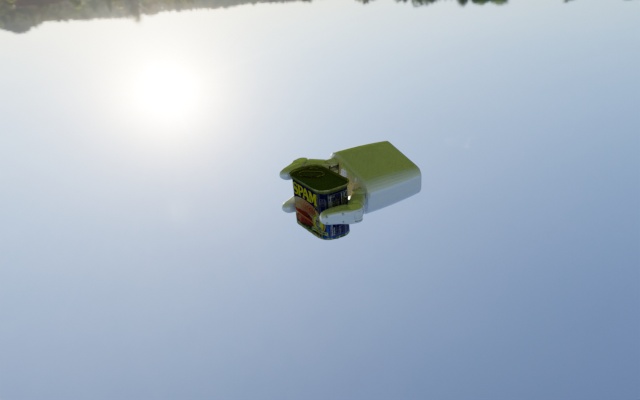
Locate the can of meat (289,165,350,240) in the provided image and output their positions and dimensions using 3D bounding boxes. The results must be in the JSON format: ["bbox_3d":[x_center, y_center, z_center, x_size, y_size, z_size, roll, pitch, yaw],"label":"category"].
[{"bbox_3d":[0.000,0.003,0.714,0.057,0.084,0.102,-19,29,-27],"label":"can of meat"}]
